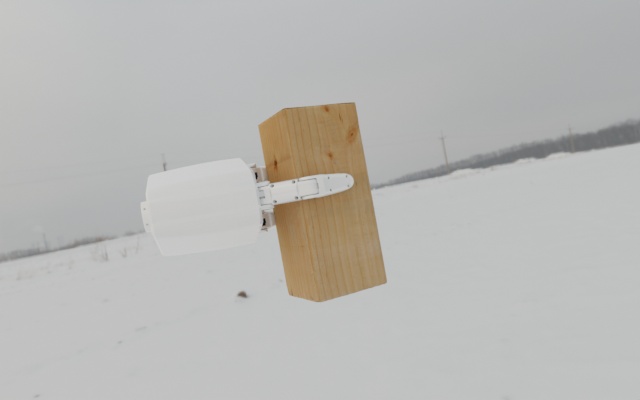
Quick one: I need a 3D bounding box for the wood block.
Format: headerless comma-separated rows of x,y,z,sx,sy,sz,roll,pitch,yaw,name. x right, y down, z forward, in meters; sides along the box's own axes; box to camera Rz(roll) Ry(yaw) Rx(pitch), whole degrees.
0.000,0.002,0.551,0.090,0.206,0.091,-10,1,-26,wood block
